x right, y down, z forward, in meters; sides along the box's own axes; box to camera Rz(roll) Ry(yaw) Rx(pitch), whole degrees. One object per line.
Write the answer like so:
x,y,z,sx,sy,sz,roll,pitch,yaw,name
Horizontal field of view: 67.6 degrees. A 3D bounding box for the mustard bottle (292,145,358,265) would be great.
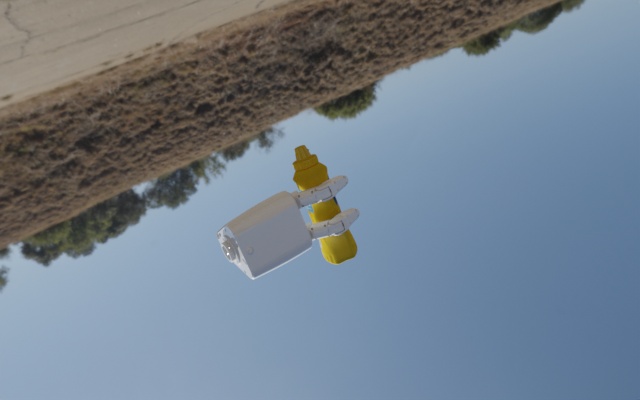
0.001,0.003,0.769,0.058,0.192,0.096,-22,15,-2,mustard bottle
